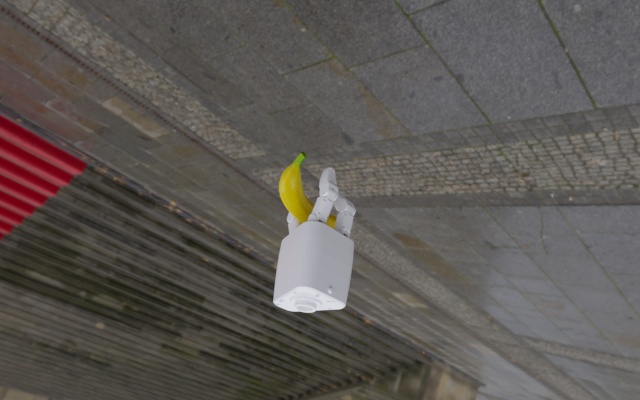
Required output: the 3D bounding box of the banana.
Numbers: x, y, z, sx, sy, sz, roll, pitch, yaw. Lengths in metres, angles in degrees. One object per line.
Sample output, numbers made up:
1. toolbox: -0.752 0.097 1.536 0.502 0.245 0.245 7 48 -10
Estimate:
1. banana: -0.018 0.006 0.775 0.069 0.037 0.198 -19 -42 11
